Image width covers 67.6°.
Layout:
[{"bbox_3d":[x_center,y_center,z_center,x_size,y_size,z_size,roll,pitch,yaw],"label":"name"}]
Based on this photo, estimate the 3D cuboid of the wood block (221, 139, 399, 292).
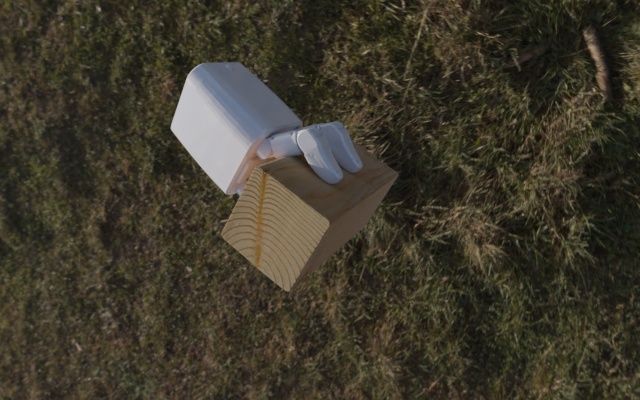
[{"bbox_3d":[0.000,0.002,0.525,0.090,0.091,0.206,38,28,12],"label":"wood block"}]
